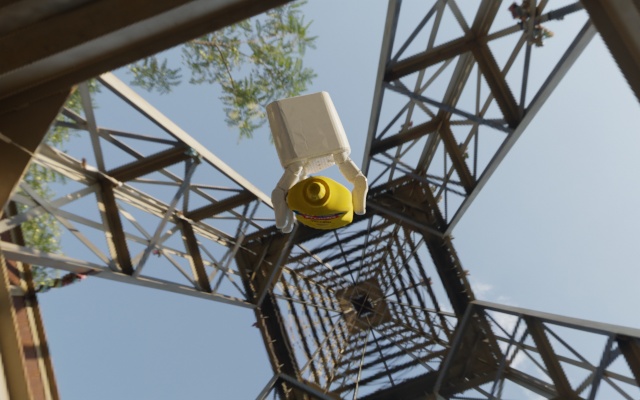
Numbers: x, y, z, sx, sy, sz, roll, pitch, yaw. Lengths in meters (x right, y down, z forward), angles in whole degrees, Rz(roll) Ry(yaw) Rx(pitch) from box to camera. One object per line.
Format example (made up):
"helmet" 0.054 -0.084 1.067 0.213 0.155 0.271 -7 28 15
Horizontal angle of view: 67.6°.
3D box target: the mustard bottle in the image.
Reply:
"mustard bottle" 0.000 0.003 0.731 0.096 0.058 0.192 5 -11 6
